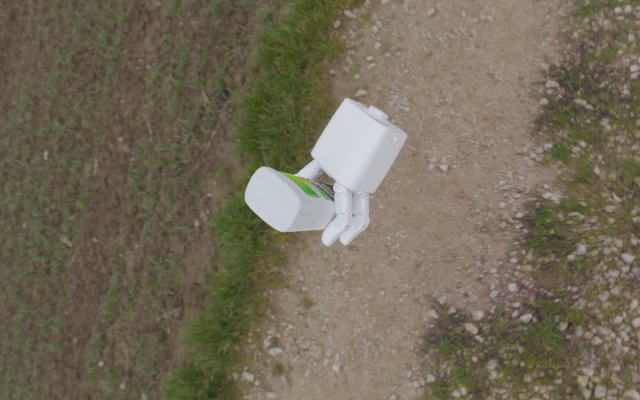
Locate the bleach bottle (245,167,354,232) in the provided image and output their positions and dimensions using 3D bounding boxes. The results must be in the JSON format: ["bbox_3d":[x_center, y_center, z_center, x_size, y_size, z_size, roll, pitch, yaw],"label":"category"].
[{"bbox_3d":[0.000,0.003,0.769,0.102,0.068,0.251,39,19,28],"label":"bleach bottle"}]
